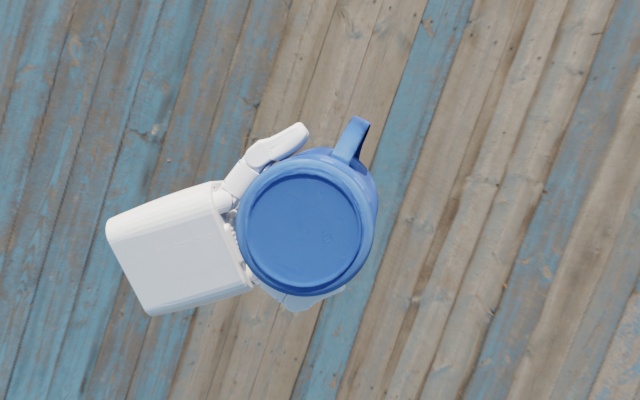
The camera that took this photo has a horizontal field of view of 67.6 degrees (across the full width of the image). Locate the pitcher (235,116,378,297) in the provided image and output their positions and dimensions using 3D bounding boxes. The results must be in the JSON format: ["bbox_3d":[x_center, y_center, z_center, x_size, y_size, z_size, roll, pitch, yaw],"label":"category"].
[{"bbox_3d":[0.000,0.002,0.475,0.145,0.149,0.243,-17,4,5],"label":"pitcher"}]
